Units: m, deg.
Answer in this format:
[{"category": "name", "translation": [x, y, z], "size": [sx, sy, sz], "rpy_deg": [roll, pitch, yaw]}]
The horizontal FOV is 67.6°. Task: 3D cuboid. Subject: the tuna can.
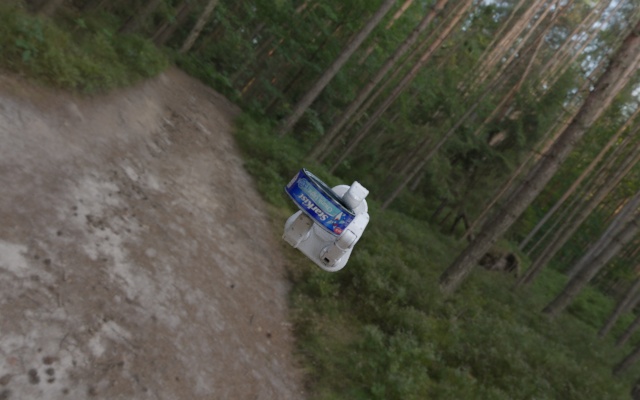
[{"category": "tuna can", "translation": [0.000, 0.001, 0.558], "size": [0.086, 0.034, 0.086], "rpy_deg": [41, 6, -6]}]
